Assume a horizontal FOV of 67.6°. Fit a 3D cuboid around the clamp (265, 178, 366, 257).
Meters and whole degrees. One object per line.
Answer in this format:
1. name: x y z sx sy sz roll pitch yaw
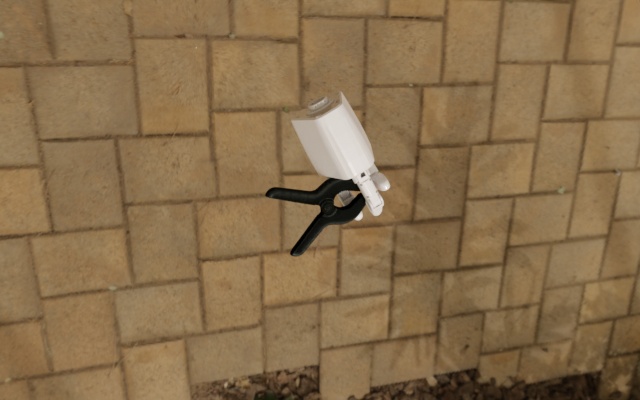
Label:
1. clamp: 0.000 0.003 0.762 0.171 0.120 0.039 -31 23 -3
